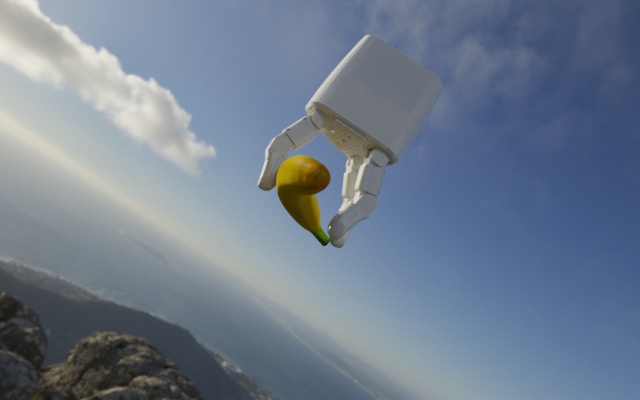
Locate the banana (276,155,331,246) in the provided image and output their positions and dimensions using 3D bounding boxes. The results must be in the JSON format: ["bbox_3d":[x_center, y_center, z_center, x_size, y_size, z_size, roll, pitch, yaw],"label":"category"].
[{"bbox_3d":[-0.015,-0.008,0.473,0.069,0.037,0.198,35,-13,13],"label":"banana"}]
